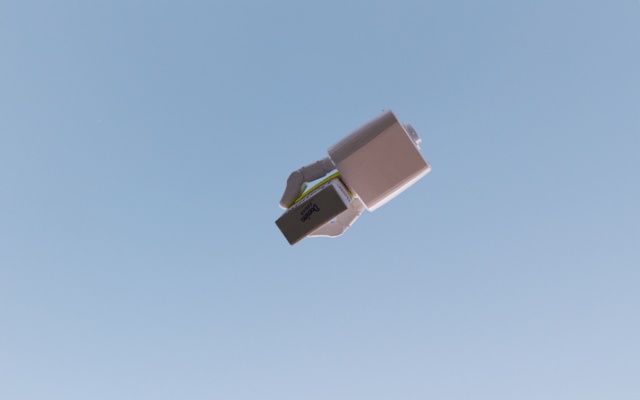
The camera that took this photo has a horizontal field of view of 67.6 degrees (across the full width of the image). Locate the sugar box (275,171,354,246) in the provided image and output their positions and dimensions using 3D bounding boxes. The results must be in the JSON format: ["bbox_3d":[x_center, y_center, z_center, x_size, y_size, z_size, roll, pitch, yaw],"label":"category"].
[{"bbox_3d":[0.000,0.002,0.684,0.093,0.048,0.176,-34,2,13],"label":"sugar box"}]
